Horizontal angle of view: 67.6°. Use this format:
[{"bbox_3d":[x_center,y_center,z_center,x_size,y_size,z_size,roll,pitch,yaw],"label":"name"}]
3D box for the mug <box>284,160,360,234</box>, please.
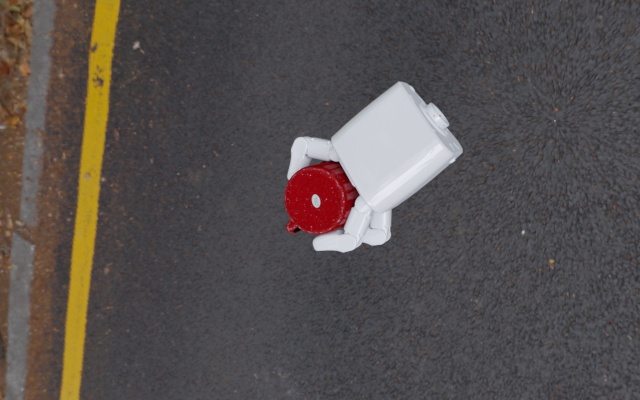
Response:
[{"bbox_3d":[-0.001,0.003,0.591,0.117,0.093,0.081,-40,-10,25],"label":"mug"}]
